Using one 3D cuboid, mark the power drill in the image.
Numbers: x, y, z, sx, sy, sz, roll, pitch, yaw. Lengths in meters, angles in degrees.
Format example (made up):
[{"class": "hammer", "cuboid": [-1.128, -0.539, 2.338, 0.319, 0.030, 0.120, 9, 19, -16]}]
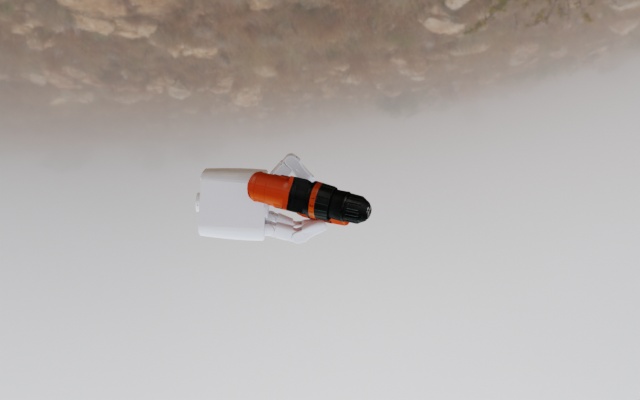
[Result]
[{"class": "power drill", "cuboid": [0.000, 0.002, 0.744, 0.184, 0.057, 0.188, 15, -3, 16]}]
